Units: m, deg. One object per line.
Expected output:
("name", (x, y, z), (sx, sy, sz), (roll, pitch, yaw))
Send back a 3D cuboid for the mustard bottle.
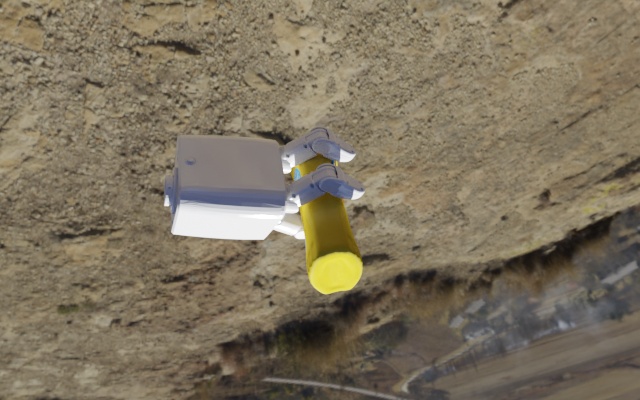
("mustard bottle", (0.000, 0.002, 0.546), (0.058, 0.191, 0.096), (-12, -35, -1))
